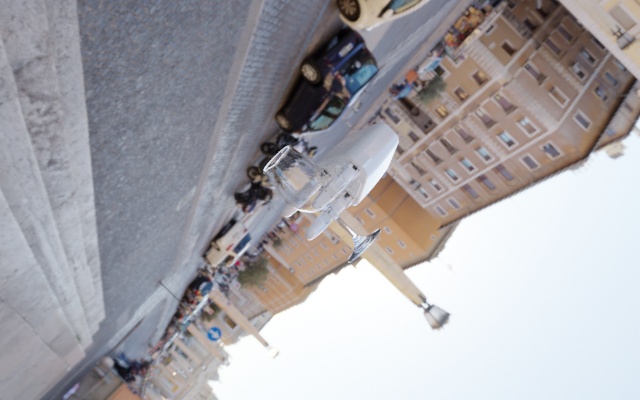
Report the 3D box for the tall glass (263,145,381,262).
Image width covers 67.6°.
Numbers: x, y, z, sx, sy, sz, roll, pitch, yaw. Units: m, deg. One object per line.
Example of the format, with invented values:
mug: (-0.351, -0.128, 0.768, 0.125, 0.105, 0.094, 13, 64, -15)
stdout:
tall glass: (0.001, 0.003, 0.765, 0.201, 0.079, 0.079, 45, 0, 0)
